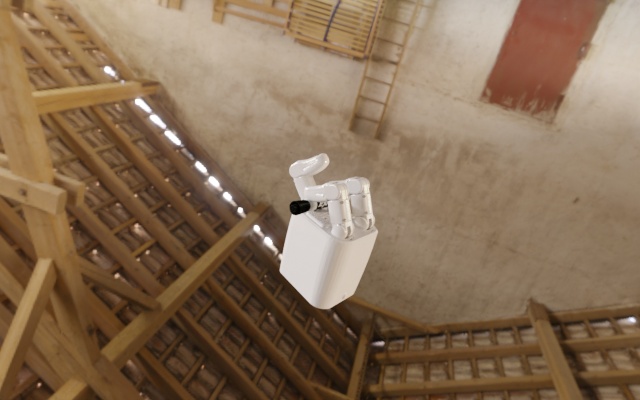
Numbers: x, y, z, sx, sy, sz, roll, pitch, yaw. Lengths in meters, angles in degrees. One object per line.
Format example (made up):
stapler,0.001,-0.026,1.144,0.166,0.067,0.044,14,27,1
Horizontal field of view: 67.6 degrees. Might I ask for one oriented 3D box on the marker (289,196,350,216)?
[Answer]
marker,0.000,0.002,0.643,0.020,0.020,0.121,0,8,36
